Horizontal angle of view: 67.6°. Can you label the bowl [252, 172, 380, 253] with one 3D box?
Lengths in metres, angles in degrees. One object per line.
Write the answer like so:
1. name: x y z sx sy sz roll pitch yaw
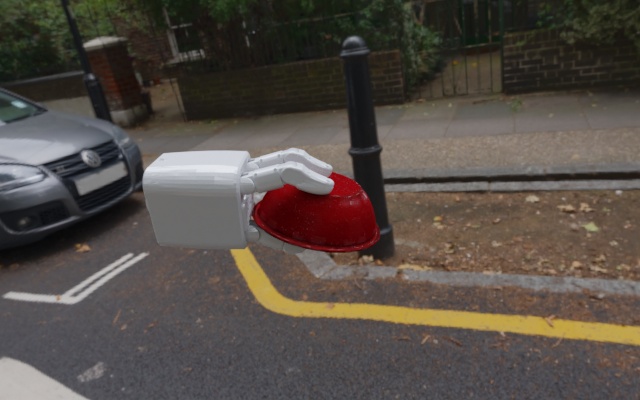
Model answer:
1. bowl: 0.001 0.002 0.585 0.162 0.055 0.162 10 21 -4
